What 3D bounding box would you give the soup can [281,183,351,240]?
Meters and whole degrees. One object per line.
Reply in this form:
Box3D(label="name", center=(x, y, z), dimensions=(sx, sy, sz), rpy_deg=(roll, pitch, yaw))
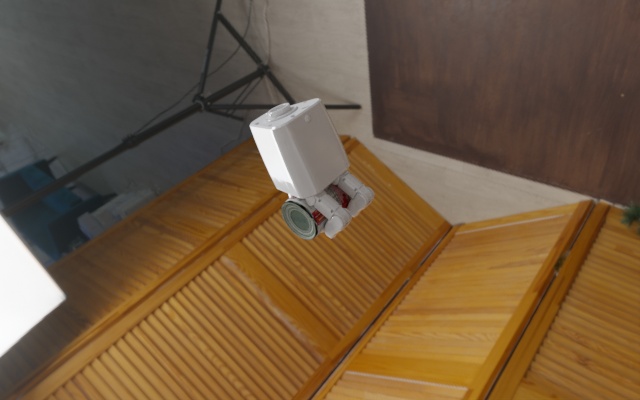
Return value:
Box3D(label="soup can", center=(0.000, 0.003, 0.703), dimensions=(0.068, 0.068, 0.102), rpy_deg=(0, 33, 48))
